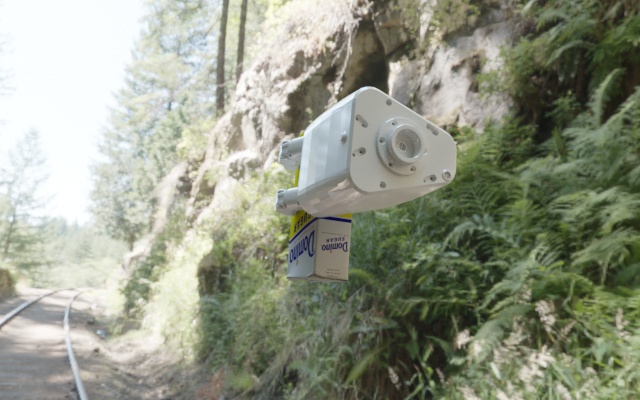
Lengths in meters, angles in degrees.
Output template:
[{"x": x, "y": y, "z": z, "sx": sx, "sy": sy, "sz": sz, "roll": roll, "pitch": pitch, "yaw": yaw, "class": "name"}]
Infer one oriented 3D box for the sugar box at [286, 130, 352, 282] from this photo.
[{"x": 0.000, "y": 0.002, "z": 0.537, "sx": 0.048, "sy": 0.176, "sz": 0.093, "roll": 11, "pitch": -14, "yaw": -20, "class": "sugar box"}]
